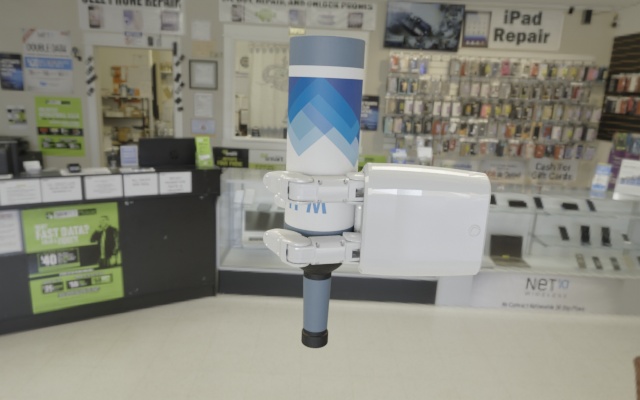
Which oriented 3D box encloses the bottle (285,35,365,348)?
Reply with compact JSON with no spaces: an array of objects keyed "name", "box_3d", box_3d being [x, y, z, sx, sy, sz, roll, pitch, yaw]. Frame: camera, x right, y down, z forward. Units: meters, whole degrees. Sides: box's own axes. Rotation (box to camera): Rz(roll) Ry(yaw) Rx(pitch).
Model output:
[{"name":"bottle","box_3d":[0.000,0.001,0.453,0.069,0.296,0.069,2,14,-1]}]
